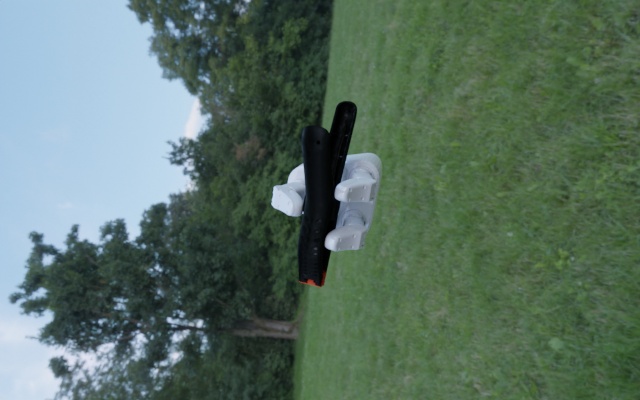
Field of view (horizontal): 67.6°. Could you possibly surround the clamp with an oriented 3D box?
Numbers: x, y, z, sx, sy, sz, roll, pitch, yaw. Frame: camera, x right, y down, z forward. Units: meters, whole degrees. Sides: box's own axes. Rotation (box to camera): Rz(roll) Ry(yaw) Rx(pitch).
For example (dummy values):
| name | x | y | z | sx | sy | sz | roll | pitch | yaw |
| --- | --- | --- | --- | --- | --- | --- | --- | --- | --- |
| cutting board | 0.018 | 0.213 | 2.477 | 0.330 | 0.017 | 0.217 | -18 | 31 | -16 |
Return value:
| name | x | y | z | sx | sy | sz | roll | pitch | yaw |
| --- | --- | --- | --- | --- | --- | --- | --- | --- | --- |
| clamp | -0.001 | 0.002 | 0.508 | 0.036 | 0.210 | 0.164 | 12 | 15 | 11 |
